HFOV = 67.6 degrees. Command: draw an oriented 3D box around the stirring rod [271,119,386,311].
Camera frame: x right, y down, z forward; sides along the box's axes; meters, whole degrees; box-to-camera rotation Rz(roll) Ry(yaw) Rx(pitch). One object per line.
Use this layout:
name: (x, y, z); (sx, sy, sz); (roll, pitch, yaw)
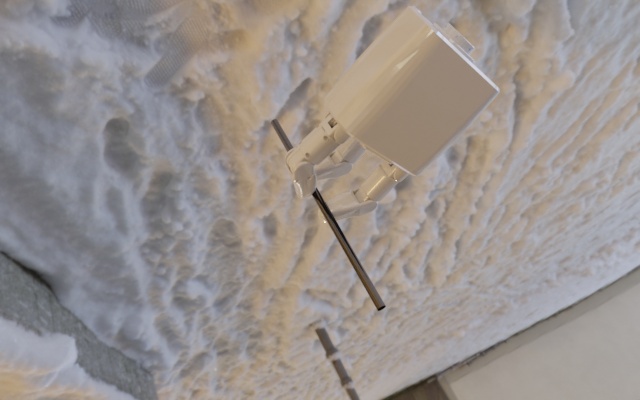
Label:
stirring rod: (0.000, 0.001, 0.460); (0.011, 0.239, 0.011); (-21, -33, -14)
